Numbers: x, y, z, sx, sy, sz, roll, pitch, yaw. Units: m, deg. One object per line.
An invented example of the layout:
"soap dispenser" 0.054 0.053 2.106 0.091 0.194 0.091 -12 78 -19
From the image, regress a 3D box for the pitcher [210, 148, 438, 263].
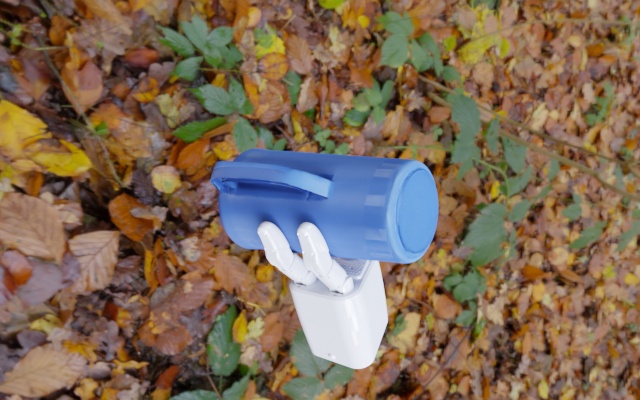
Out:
"pitcher" 0.000 0.002 0.553 0.243 0.145 0.149 4 26 38
